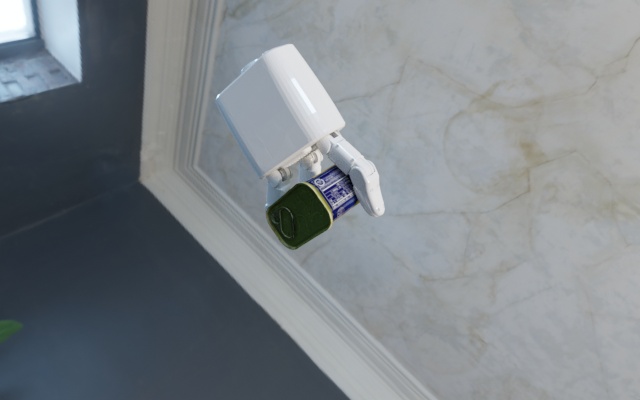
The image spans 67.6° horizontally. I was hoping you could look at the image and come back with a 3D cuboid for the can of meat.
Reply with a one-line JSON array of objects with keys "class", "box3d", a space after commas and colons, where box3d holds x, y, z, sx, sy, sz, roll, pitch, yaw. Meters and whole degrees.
[{"class": "can of meat", "box3d": [0.000, 0.002, 0.538, 0.084, 0.057, 0.102, -34, -2, -40]}]
